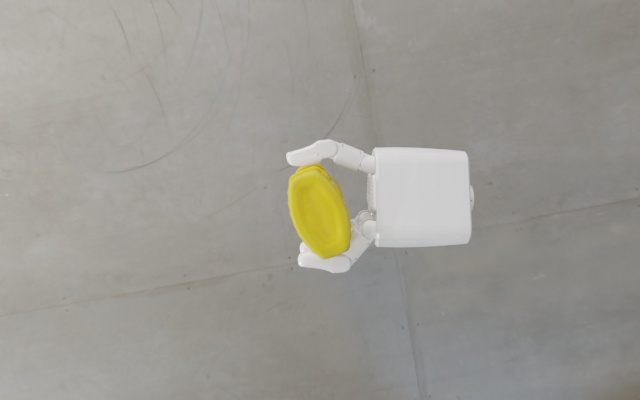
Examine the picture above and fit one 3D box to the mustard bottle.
[{"bbox_3d":[0.000,0.002,0.580,0.058,0.096,0.191,-24,7,4],"label":"mustard bottle"}]
